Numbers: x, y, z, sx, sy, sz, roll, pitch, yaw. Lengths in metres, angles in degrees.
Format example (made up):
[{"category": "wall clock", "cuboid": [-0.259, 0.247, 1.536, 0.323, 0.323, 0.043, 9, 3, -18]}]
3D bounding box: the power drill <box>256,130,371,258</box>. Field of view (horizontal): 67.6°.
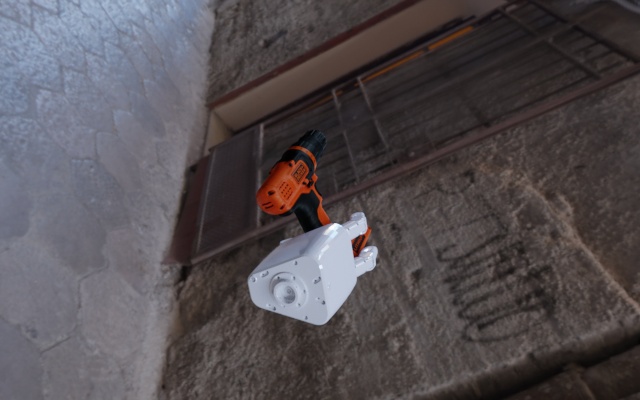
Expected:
[{"category": "power drill", "cuboid": [0.000, 0.003, 0.726, 0.057, 0.188, 0.184, -20, 26, 41]}]
